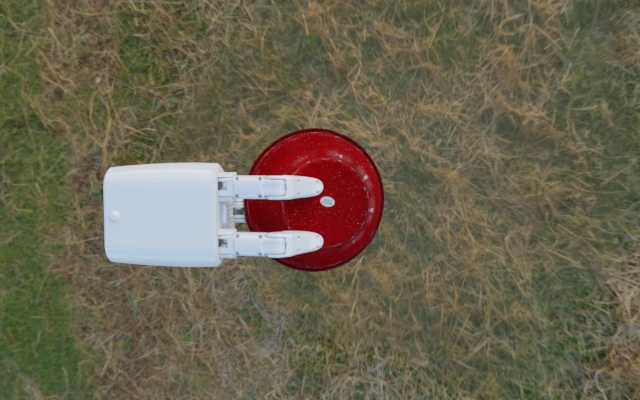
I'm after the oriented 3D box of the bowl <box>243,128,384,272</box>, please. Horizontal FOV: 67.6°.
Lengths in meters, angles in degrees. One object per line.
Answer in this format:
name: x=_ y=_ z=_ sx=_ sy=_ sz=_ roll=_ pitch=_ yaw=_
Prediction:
bowl: x=0.001 y=0.001 z=0.511 sx=0.162 sy=0.162 sz=0.055 roll=0 pitch=3 yaw=-12
